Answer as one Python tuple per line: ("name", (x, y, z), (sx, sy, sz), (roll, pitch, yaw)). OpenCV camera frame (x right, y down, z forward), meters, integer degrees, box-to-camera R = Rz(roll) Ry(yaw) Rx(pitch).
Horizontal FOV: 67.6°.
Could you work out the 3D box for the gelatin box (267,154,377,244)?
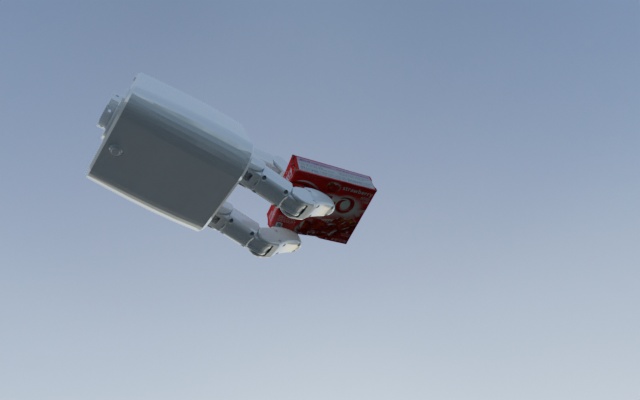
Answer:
("gelatin box", (0.000, 0.001, 0.477), (0.089, 0.073, 0.030), (14, 32, -22))
